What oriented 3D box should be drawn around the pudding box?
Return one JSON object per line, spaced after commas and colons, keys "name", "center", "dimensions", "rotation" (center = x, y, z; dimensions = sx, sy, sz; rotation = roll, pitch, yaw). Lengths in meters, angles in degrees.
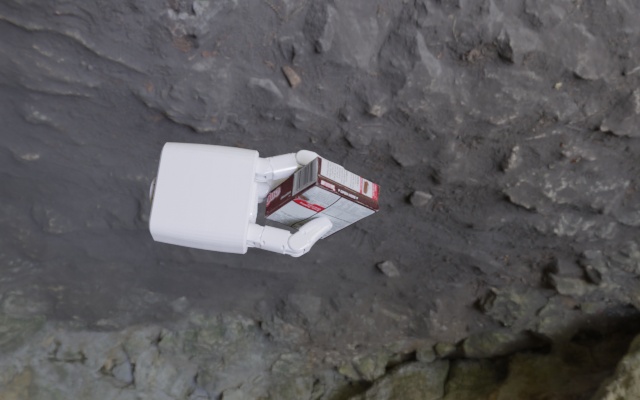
{"name": "pudding box", "center": [0.000, 0.002, 0.562], "dimensions": [0.090, 0.039, 0.113], "rotation": [22, -32, -29]}
